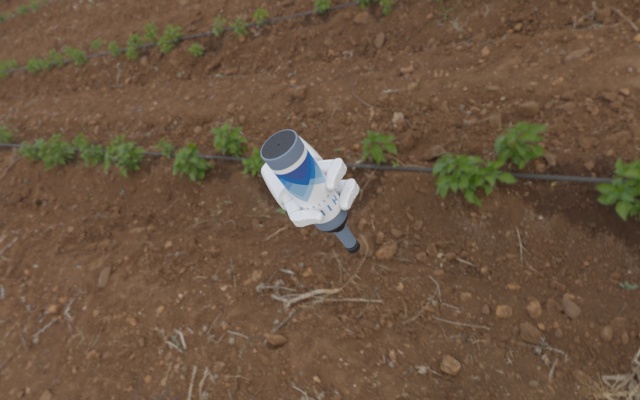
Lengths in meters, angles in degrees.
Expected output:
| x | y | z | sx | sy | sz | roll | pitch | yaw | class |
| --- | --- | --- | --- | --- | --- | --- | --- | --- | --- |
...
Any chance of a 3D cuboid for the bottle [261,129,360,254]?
| x | y | z | sx | sy | sz | roll | pitch | yaw | class |
| --- | --- | --- | --- | --- | --- | --- | --- | --- | --- |
| 0.000 | 0.003 | 0.840 | 0.069 | 0.069 | 0.296 | 0 | -38 | 34 | bottle |
